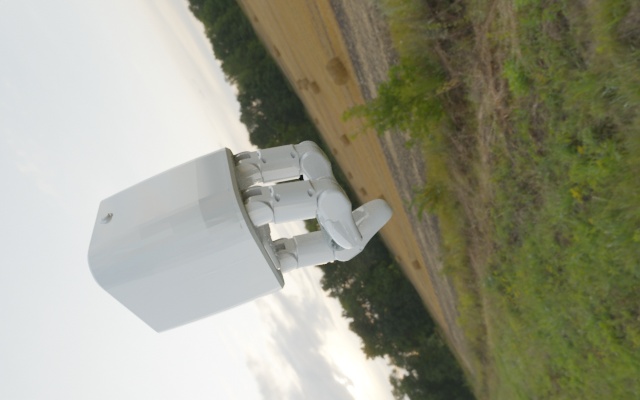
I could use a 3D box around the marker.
[{"bbox_3d":[0.000,0.001,0.413,0.020,0.020,0.121,0,30,-16],"label":"marker"}]
